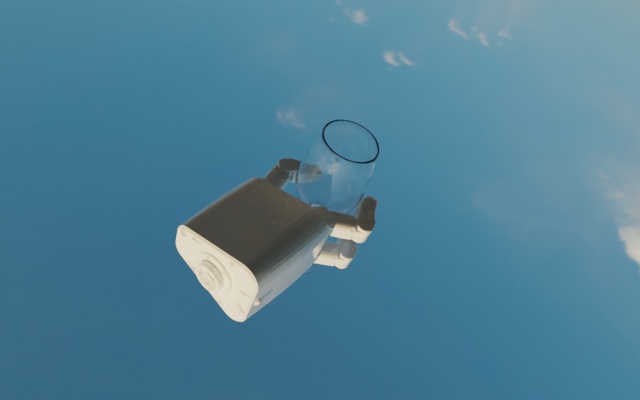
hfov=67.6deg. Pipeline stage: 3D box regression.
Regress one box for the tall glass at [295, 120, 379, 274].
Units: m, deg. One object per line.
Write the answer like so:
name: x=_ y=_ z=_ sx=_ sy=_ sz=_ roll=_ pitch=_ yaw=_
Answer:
tall glass: x=0.000 y=0.002 z=0.550 sx=0.079 sy=0.079 sz=0.201 roll=0 pitch=-39 yaw=-24
